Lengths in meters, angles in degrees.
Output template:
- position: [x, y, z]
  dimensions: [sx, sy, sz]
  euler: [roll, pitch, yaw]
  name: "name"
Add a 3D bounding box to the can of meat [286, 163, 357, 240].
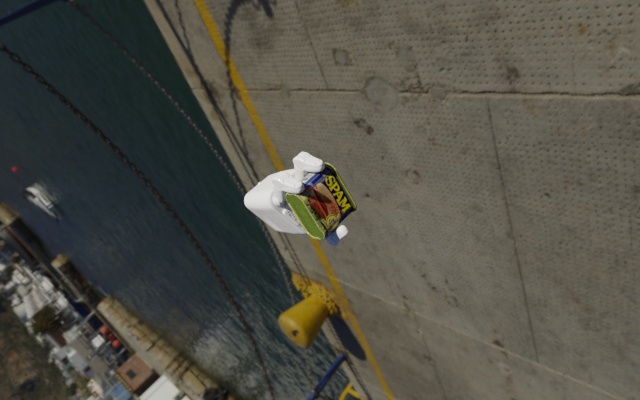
- position: [0.000, 0.003, 0.798]
  dimensions: [0.084, 0.102, 0.057]
  euler: [-43, 24, -28]
  name: "can of meat"
